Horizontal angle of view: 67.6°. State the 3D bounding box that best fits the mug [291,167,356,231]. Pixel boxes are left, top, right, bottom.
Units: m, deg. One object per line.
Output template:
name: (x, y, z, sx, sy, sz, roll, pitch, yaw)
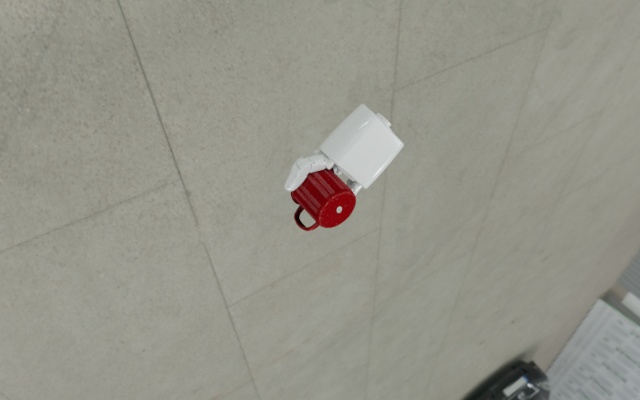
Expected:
mug: (-0.001, 0.004, 0.831, 0.081, 0.117, 0.093, 47, 9, 37)
